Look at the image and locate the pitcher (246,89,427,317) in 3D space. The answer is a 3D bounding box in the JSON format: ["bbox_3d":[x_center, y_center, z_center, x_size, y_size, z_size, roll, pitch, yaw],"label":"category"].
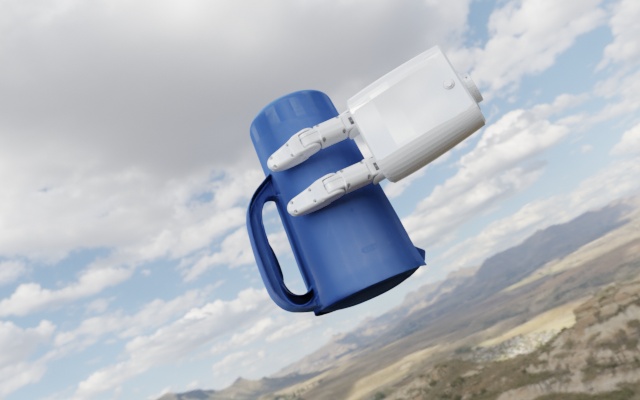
[{"bbox_3d":[0.000,0.002,0.543,0.145,0.242,0.149,-31,-17,19],"label":"pitcher"}]
